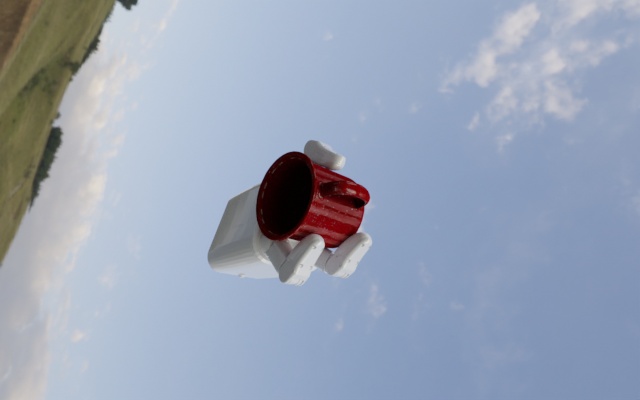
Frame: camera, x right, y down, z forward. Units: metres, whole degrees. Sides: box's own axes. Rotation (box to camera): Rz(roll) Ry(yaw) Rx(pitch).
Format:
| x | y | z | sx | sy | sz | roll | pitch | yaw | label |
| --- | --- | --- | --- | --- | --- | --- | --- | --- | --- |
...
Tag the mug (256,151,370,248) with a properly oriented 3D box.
| x | y | z | sx | sy | sz | roll | pitch | yaw | label |
| --- | --- | --- | --- | --- | --- | --- | --- | --- | --- |
| 0.001 | 0.001 | 0.494 | 0.081 | 0.093 | 0.117 | 19 | -26 | -40 | mug |
